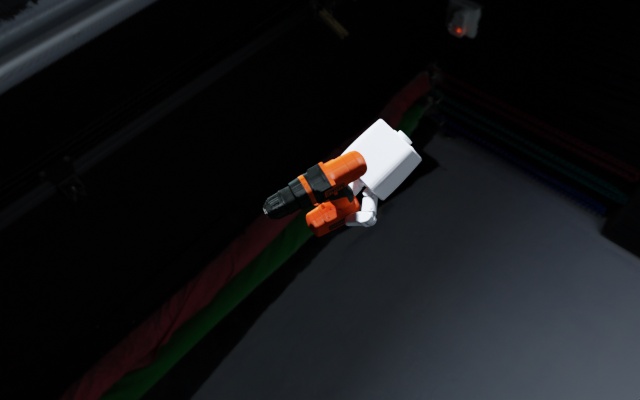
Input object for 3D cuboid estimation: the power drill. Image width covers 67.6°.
[{"bbox_3d":[0.000,0.003,0.837,0.184,0.057,0.188,-27,-21,-4],"label":"power drill"}]
